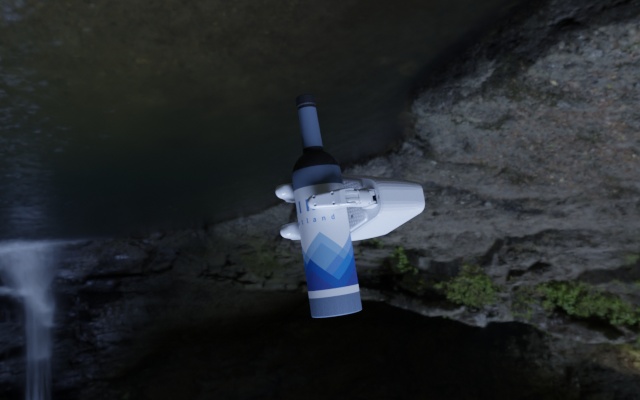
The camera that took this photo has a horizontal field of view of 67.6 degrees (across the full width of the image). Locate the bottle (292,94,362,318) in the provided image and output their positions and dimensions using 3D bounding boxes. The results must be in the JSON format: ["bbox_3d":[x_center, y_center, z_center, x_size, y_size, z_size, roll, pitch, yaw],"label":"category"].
[{"bbox_3d":[0.000,0.002,0.640,0.069,0.295,0.069,-8,-7,-1],"label":"bottle"}]
